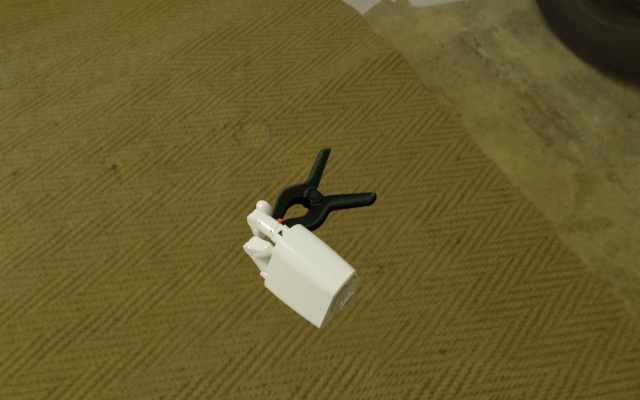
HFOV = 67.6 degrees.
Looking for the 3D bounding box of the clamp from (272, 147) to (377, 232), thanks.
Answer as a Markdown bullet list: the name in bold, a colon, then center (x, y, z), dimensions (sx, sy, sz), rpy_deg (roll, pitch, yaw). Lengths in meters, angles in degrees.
- **clamp**: center (0.000, 0.002, 0.721), dimensions (0.120, 0.171, 0.039), rpy_deg (36, -25, 19)
